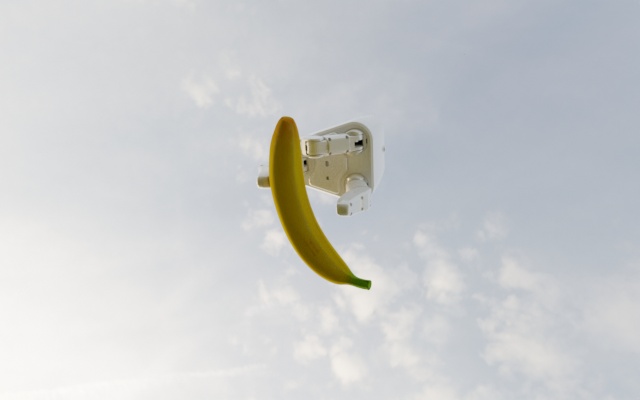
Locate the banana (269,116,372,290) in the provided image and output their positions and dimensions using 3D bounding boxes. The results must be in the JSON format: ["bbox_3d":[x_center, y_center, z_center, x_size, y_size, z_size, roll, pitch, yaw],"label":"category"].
[{"bbox_3d":[-0.014,0.012,0.504,0.069,0.198,0.037,-24,8,23],"label":"banana"}]
